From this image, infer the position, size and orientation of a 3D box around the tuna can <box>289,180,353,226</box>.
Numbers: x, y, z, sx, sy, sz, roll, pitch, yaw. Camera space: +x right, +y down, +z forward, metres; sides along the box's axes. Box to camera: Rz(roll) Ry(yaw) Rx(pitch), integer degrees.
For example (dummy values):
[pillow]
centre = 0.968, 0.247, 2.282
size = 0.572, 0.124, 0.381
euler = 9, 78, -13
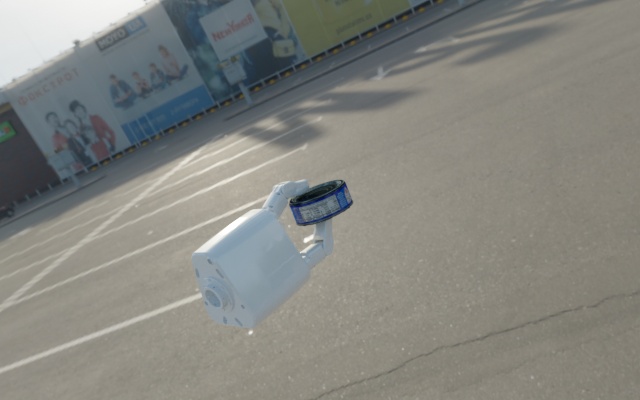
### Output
[tuna can]
centre = 0.000, 0.002, 0.663
size = 0.086, 0.034, 0.086
euler = -21, 12, 5
